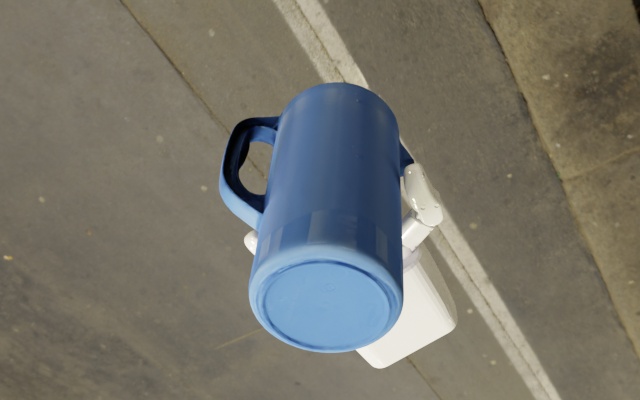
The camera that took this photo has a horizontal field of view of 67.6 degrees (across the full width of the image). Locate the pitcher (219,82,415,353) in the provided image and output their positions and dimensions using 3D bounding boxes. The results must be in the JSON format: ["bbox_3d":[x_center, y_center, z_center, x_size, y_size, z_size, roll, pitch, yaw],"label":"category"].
[{"bbox_3d":[0.000,0.001,0.419,0.149,0.145,0.242,-23,31,20],"label":"pitcher"}]
